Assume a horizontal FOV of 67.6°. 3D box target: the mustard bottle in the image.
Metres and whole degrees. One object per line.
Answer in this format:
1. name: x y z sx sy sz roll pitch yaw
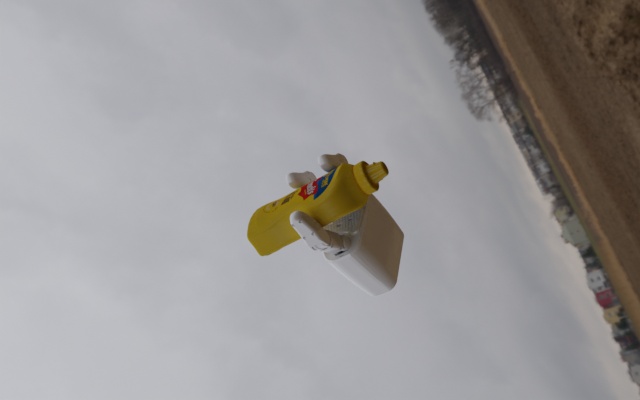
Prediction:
1. mustard bottle: 0.000 0.002 0.605 0.192 0.058 0.096 -27 15 24
